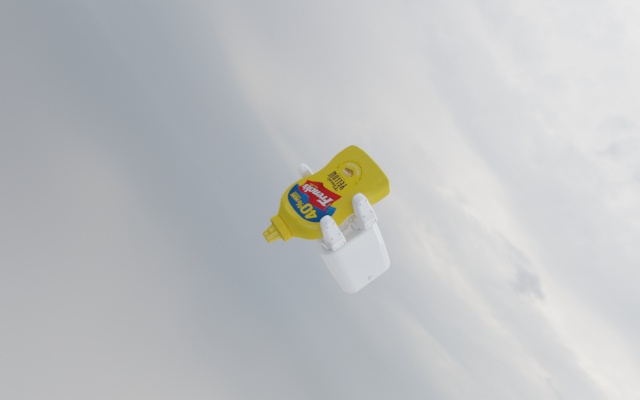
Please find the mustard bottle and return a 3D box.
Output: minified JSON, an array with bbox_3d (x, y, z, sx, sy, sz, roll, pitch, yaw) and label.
[{"bbox_3d":[0.000,0.002,0.697,0.191,0.096,0.058,-34,-30,-10],"label":"mustard bottle"}]
